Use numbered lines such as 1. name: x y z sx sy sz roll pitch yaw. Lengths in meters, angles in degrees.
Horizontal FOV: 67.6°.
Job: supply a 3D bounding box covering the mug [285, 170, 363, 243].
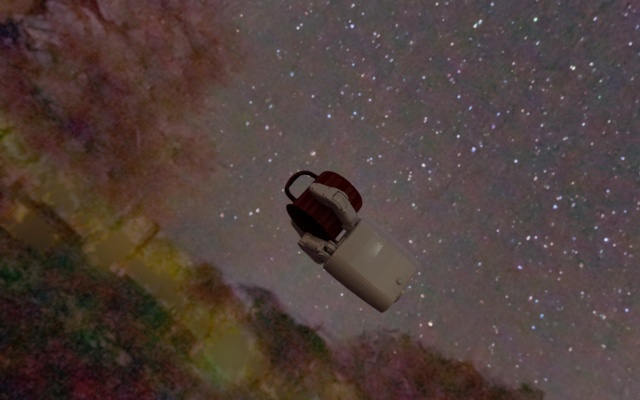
1. mug: -0.001 0.001 0.719 0.117 0.081 0.093 41 -19 3
